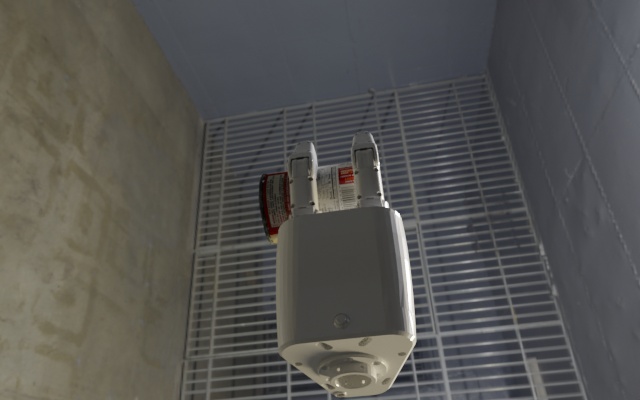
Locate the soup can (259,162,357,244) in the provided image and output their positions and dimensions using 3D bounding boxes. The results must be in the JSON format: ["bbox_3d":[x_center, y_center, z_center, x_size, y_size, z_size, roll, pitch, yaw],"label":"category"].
[{"bbox_3d":[0.000,0.001,0.449,0.102,0.068,0.068,-8,-1,7],"label":"soup can"}]
